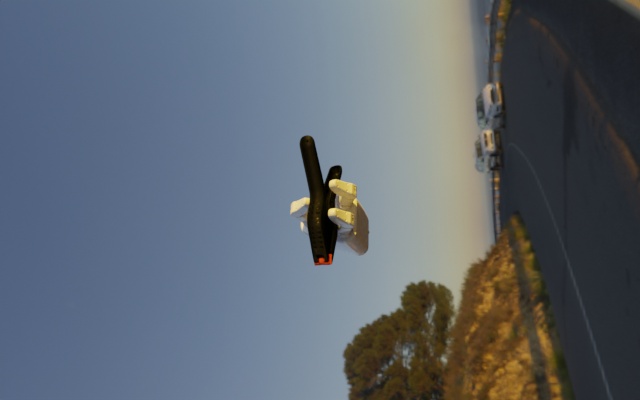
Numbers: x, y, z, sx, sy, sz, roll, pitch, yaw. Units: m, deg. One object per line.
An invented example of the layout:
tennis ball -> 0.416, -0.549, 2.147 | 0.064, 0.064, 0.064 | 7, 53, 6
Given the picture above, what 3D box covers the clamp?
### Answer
clamp -> -0.001, 0.003, 0.813 | 0.036, 0.210, 0.165 | -6, -24, 21
